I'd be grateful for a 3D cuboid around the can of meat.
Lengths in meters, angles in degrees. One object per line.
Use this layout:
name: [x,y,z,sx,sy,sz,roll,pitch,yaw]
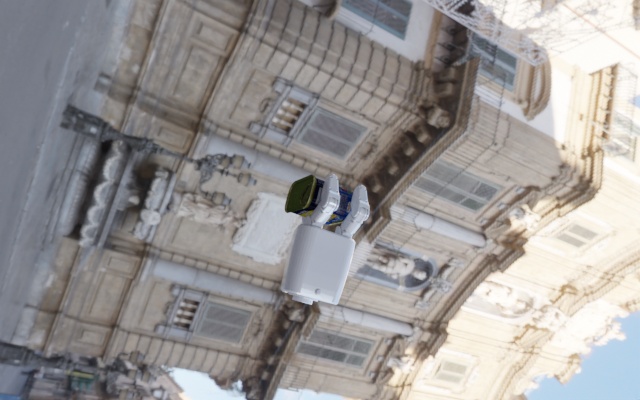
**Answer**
can of meat: [0.000,0.003,0.791,0.084,0.057,0.102,20,-16,-22]
